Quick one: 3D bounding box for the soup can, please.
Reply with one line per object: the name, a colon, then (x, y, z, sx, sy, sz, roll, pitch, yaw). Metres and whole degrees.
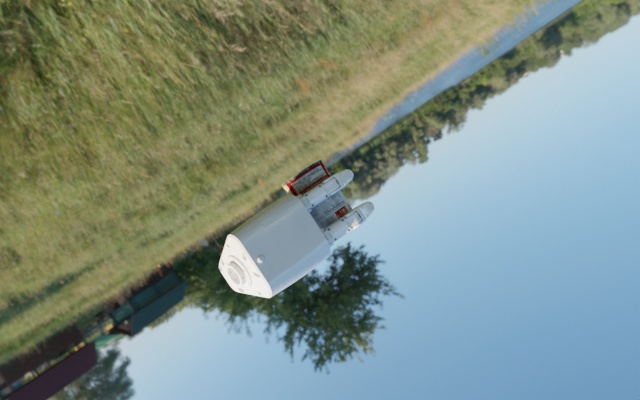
soup can: (0.001, 0.002, 0.685, 0.068, 0.102, 0.068, -33, 1, 0)
